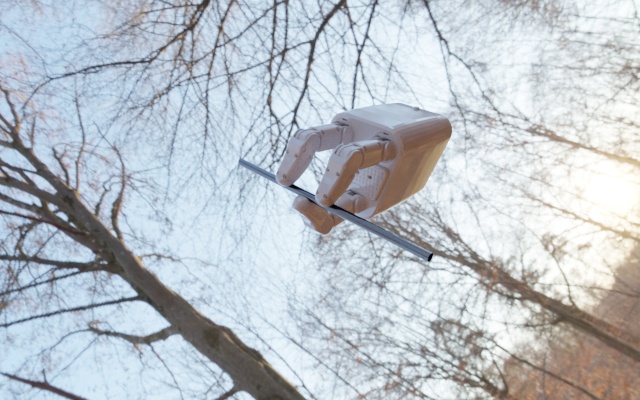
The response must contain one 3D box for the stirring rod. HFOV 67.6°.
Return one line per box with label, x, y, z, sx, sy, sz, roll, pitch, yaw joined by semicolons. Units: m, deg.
stirring rod;0.000;0.002;0.446;0.239;0.011;0.011;27;17;37
